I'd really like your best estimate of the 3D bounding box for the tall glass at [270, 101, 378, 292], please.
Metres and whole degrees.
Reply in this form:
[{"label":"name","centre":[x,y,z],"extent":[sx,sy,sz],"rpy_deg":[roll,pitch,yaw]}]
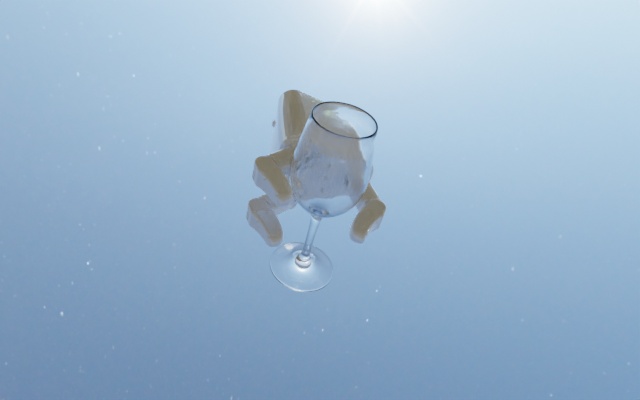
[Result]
[{"label":"tall glass","centre":[0.000,0.002,0.487],"extent":[0.079,0.201,0.079],"rpy_deg":[10,40,-8]}]
